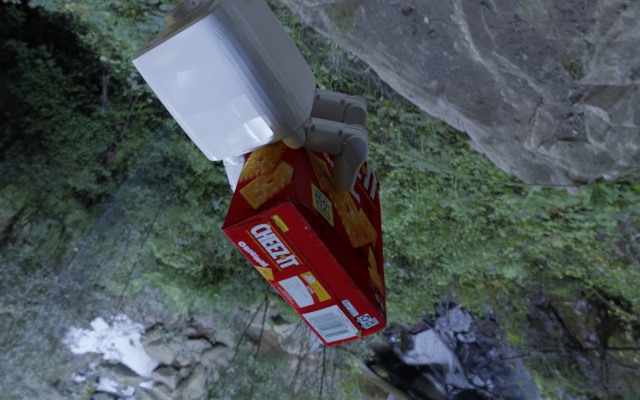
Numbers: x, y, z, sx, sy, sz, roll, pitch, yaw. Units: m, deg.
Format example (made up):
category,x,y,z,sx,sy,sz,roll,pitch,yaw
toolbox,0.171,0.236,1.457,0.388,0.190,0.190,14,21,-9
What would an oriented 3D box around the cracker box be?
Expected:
category,x,y,z,sx,sy,sz,roll,pitch,yaw
cracker box,0.000,0.002,0.462,0.072,0.164,0.213,-23,33,21
